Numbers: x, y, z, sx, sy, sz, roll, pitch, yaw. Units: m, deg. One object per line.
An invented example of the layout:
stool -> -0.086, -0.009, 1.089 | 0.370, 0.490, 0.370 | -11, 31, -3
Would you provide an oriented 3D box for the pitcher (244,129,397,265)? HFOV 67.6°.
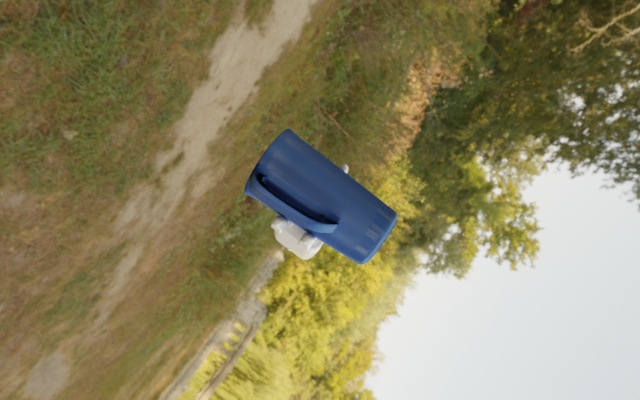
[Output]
pitcher -> 0.000, 0.003, 0.796 | 0.243, 0.149, 0.145 | 35, -21, 4
